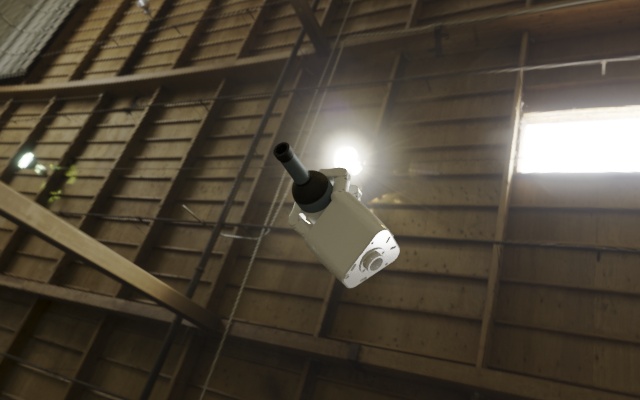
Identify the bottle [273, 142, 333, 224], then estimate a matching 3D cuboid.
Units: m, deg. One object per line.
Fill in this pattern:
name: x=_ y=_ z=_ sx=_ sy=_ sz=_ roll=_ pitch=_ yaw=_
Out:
bottle: x=0.000 y=0.003 z=0.814 sx=0.069 sy=0.069 sz=0.296 roll=0 pitch=-32 yaw=28
